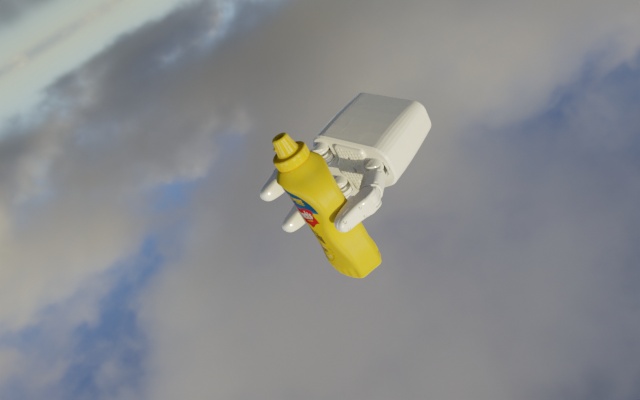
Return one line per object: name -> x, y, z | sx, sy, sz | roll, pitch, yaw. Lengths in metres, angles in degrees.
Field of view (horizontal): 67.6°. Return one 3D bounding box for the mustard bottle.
mustard bottle -> 0.000, 0.002, 0.558 | 0.058, 0.192, 0.096 | -37, 31, -9
